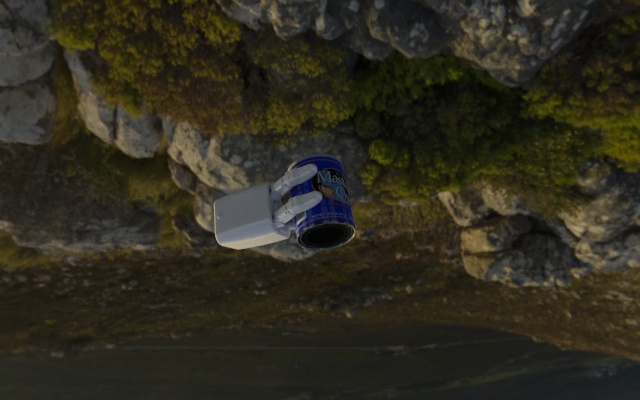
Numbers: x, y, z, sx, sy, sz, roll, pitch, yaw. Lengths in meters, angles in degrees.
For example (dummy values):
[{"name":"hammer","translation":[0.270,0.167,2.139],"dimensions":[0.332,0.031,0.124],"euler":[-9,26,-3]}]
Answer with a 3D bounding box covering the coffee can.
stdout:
[{"name":"coffee can","translation":[0.000,0.003,0.845],"dimensions":[0.103,0.140,0.103],"euler":[-7,-31,-4]}]
